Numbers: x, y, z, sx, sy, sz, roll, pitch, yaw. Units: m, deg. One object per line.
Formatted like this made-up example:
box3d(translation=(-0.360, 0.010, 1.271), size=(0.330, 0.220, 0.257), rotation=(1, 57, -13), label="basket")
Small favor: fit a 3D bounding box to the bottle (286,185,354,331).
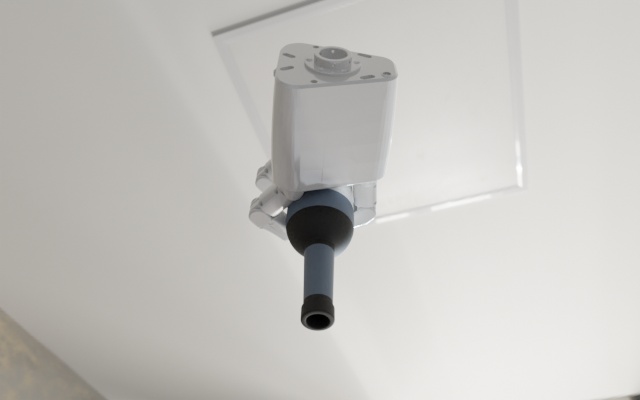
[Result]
box3d(translation=(0.000, 0.002, 0.490), size=(0.069, 0.069, 0.295), rotation=(0, 40, 1), label="bottle")
